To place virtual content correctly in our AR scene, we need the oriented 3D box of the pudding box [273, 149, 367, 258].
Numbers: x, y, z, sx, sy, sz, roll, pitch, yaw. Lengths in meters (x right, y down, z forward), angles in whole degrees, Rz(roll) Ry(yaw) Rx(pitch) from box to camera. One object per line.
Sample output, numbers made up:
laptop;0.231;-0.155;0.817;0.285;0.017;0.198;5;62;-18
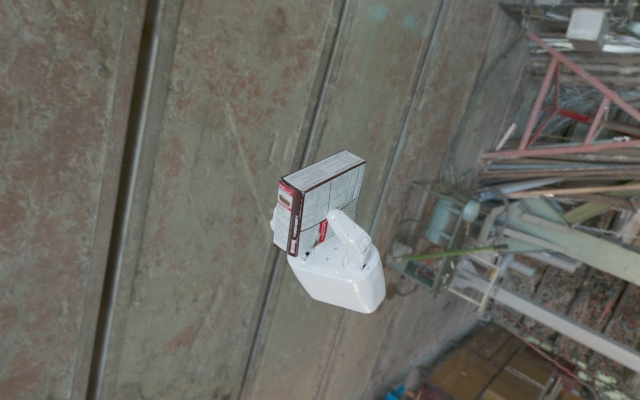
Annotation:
pudding box;0.000;0.002;0.538;0.039;0.090;0.113;28;38;29
